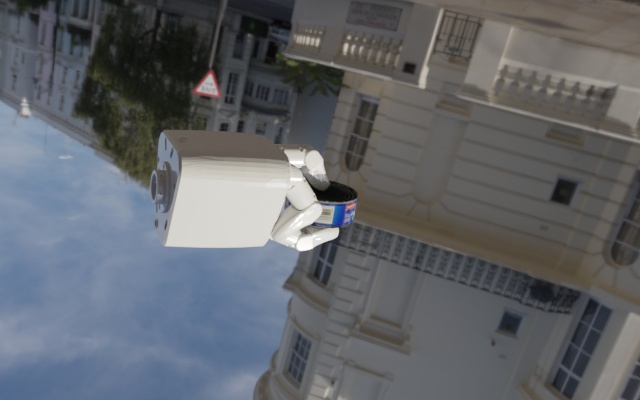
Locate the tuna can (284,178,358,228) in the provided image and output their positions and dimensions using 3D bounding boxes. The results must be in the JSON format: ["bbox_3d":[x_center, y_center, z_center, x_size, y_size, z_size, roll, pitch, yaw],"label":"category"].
[{"bbox_3d":[0.000,0.002,0.571,0.086,0.034,0.086,8,19,-3],"label":"tuna can"}]
